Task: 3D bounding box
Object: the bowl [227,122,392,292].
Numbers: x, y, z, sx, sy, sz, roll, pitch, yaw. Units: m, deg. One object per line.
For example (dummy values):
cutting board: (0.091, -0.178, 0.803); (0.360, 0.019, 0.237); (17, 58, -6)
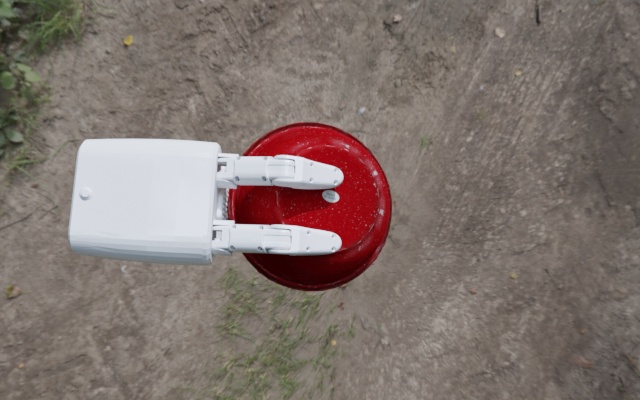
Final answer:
bowl: (0.001, 0.001, 0.429); (0.162, 0.162, 0.055); (0, -7, -16)
